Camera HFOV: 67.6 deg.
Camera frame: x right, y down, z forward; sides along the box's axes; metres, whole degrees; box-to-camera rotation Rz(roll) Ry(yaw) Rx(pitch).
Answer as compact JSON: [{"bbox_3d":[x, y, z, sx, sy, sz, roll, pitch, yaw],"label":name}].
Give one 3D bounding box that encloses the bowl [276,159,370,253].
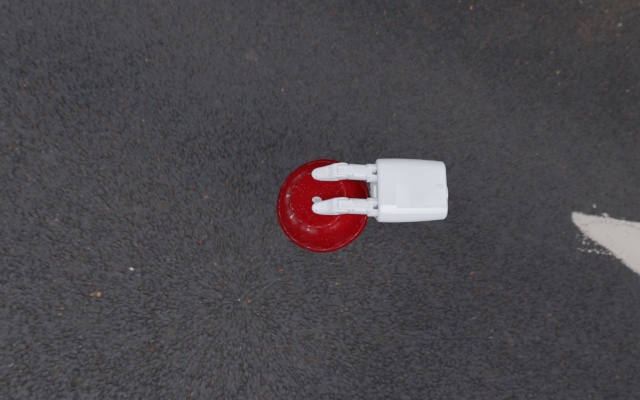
[{"bbox_3d":[-0.001,0.003,0.780,0.162,0.162,0.055,0,-11,9],"label":"bowl"}]
